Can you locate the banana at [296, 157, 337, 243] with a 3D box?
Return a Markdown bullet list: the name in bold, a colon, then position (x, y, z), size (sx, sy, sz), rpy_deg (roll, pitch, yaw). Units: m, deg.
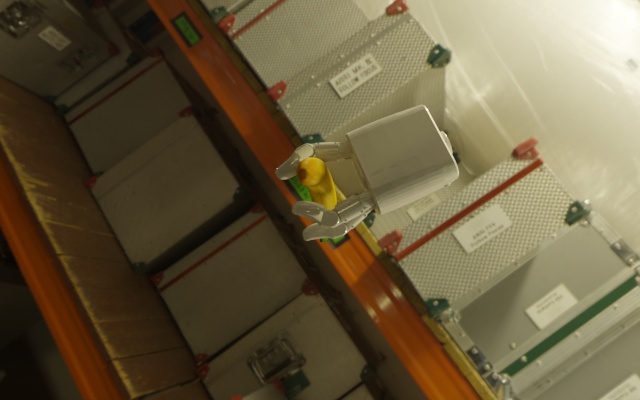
- **banana**: position (-0.001, -0.013, 0.632), size (0.037, 0.069, 0.198), rpy_deg (-9, -29, 6)
